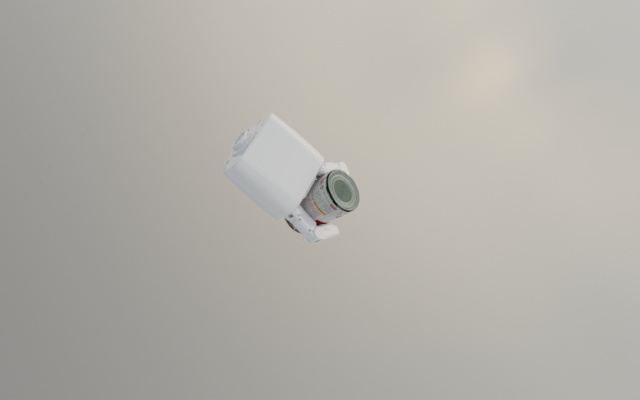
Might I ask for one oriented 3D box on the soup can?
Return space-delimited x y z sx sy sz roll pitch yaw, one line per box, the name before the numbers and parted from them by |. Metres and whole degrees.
soup can | 0.001 0.003 0.719 0.068 0.068 0.102 0 -21 -46
